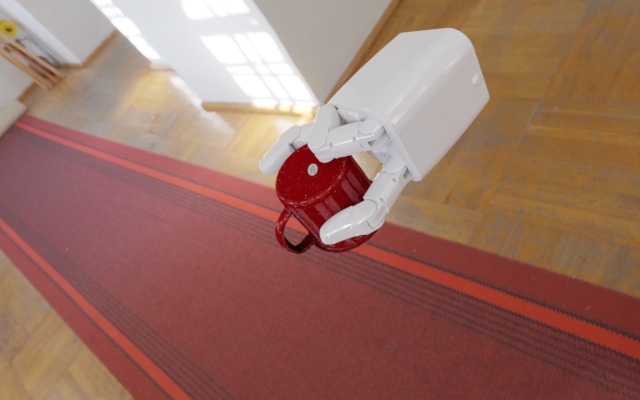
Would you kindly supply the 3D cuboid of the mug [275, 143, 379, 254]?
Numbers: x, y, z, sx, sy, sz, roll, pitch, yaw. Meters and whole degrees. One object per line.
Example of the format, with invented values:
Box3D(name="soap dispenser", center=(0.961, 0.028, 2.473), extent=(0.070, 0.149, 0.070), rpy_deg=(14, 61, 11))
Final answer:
Box3D(name="mug", center=(-0.001, 0.002, 0.476), extent=(0.093, 0.117, 0.081), rpy_deg=(37, -9, 46))
